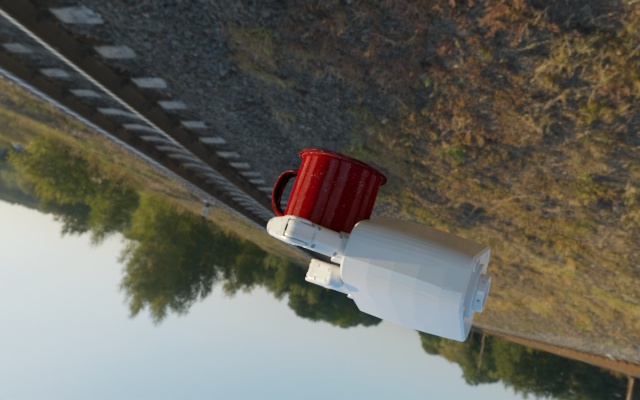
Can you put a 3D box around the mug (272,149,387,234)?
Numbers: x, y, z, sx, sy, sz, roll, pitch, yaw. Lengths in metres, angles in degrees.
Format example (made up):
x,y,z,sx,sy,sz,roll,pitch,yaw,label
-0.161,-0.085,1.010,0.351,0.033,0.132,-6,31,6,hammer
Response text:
x,y,z,sx,sy,sz,roll,pitch,yaw,label
-0.001,0.001,0.482,0.117,0.081,0.093,14,-10,28,mug
